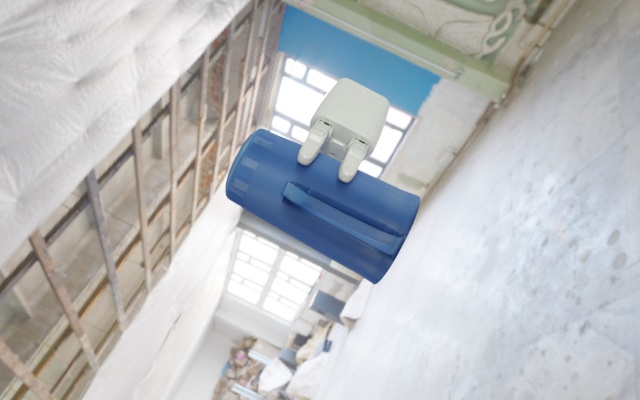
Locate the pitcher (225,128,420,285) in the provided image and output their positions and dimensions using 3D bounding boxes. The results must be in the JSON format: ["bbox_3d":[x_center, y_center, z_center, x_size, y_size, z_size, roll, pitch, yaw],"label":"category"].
[{"bbox_3d":[0.000,0.002,0.633,0.243,0.145,0.149,27,-39,1],"label":"pitcher"}]
